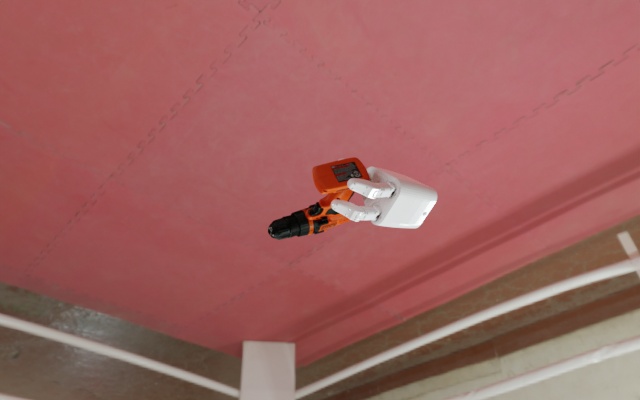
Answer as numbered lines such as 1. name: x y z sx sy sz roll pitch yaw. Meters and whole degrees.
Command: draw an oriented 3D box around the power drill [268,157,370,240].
1. power drill: 0.001 0.003 0.891 0.184 0.057 0.188 -16 -24 -26
